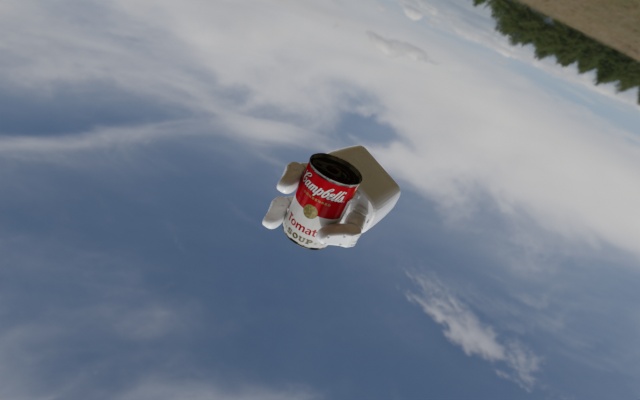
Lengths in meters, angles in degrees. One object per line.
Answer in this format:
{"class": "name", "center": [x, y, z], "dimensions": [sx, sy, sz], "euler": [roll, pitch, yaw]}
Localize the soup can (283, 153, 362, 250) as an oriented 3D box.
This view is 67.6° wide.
{"class": "soup can", "center": [0.000, 0.002, 0.590], "dimensions": [0.068, 0.102, 0.068], "euler": [19, 29, -11]}
